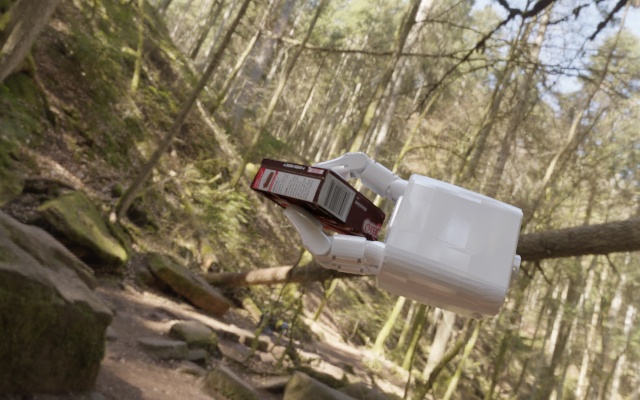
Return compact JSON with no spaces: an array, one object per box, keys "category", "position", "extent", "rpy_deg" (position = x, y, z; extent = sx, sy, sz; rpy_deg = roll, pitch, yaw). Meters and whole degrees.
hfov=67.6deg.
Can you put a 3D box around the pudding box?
[{"category":"pudding box","position":[0.000,0.001,0.477],"extent":[0.090,0.039,0.113],"rpy_deg":[12,-17,40]}]
